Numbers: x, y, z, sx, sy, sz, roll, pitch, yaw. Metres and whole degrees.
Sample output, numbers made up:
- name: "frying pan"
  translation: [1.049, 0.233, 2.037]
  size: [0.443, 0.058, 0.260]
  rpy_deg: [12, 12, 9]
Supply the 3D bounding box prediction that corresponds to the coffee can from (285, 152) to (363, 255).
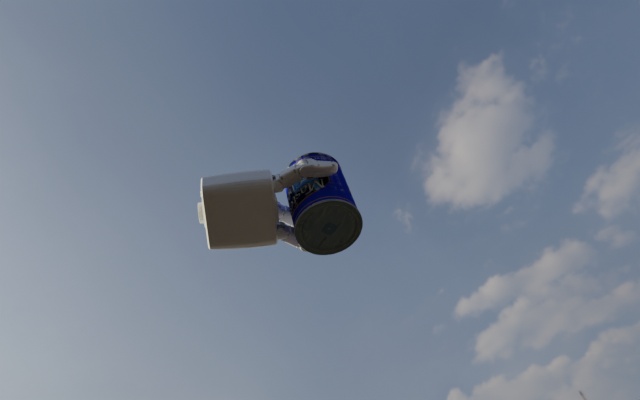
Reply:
- name: "coffee can"
  translation: [0.000, 0.002, 0.758]
  size: [0.103, 0.103, 0.140]
  rpy_deg: [0, 35, -13]
